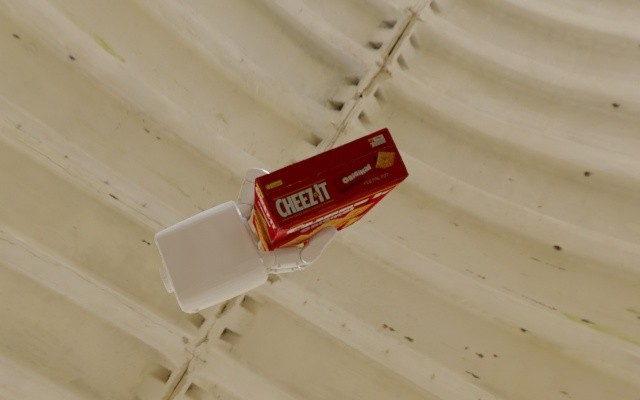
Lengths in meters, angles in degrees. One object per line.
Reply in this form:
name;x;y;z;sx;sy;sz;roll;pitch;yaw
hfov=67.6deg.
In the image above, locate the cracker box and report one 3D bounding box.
cracker box;0.000;0.002;0.616;0.164;0.072;0.214;-23;-9;-14
